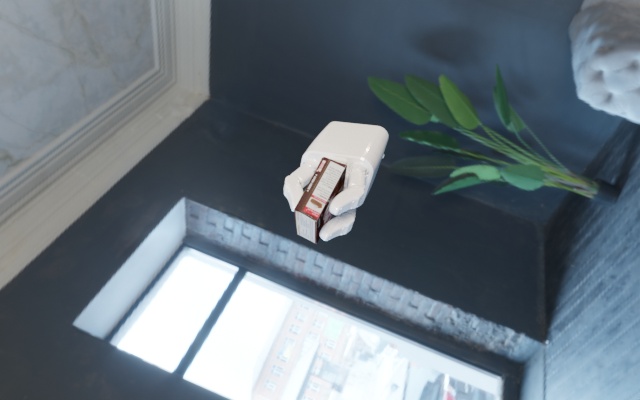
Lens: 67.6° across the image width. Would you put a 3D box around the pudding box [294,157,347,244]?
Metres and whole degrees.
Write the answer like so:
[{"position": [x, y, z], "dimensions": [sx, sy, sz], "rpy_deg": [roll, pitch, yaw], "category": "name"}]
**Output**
[{"position": [0.000, 0.002, 0.669], "dimensions": [0.039, 0.090, 0.113], "rpy_deg": [24, -18, 10], "category": "pudding box"}]
